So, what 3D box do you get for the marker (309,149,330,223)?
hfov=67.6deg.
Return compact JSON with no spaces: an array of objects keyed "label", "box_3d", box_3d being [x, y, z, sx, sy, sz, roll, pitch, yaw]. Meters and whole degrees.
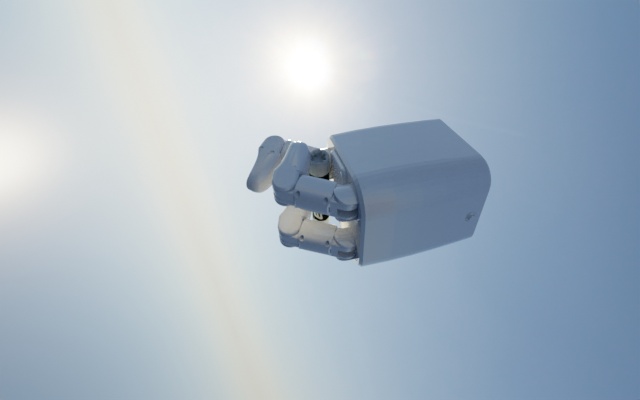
[{"label":"marker","box_3d":[0.000,0.001,0.442,0.020,0.020,0.121,0,-39,2]}]
